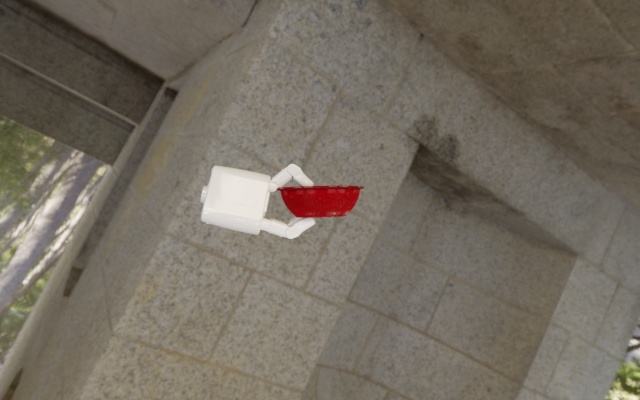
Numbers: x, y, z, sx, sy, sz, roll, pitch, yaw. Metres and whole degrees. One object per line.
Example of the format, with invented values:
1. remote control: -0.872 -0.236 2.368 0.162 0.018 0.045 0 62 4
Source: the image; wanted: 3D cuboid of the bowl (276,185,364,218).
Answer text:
1. bowl: 0.001 0.003 0.877 0.162 0.055 0.162 -2 -1 0
